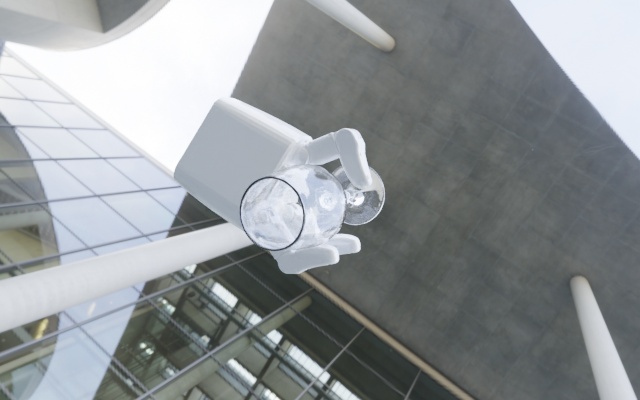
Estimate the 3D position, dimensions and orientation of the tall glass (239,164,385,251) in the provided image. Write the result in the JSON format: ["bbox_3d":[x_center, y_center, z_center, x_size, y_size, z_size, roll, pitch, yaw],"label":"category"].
[{"bbox_3d":[0.001,0.002,0.478,0.079,0.079,0.201,0,6,24],"label":"tall glass"}]
